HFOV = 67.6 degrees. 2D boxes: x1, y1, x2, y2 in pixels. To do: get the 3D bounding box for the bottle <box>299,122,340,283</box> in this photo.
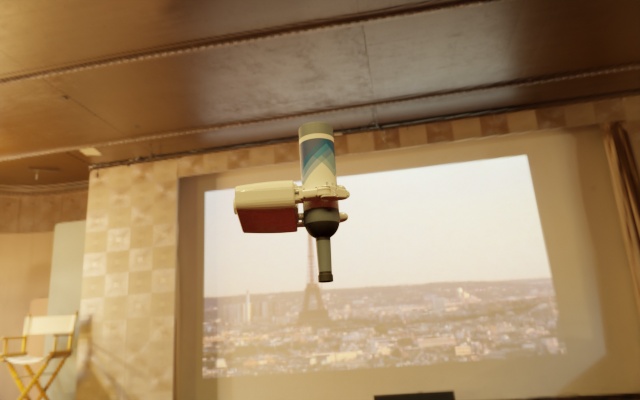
[{"bbox_3d":[0.000,0.003,0.882,0.069,0.295,0.069,-4,-16,-1],"label":"bottle"}]
